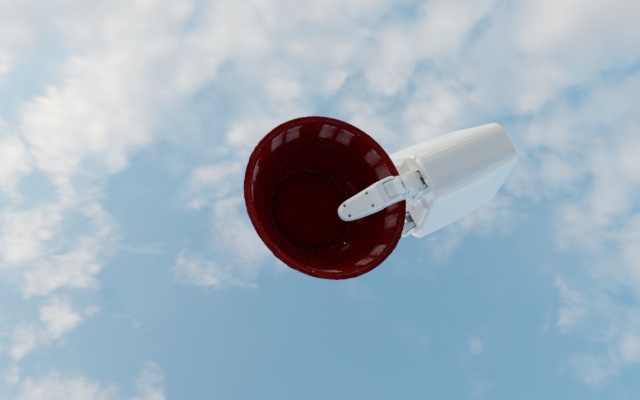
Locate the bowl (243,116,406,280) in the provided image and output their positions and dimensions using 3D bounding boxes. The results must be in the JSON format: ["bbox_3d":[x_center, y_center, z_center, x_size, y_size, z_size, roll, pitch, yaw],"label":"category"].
[{"bbox_3d":[-0.001,0.002,0.467,0.162,0.162,0.055,0,-18,-21],"label":"bowl"}]
